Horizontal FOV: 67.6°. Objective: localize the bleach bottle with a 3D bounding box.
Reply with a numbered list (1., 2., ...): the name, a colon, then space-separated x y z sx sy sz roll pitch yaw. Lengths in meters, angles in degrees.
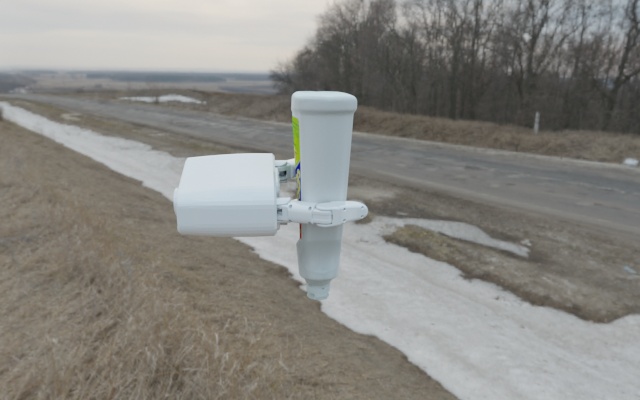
1. bleach bottle: 0.000 0.002 0.563 0.068 0.251 0.102 -1 16 -8
